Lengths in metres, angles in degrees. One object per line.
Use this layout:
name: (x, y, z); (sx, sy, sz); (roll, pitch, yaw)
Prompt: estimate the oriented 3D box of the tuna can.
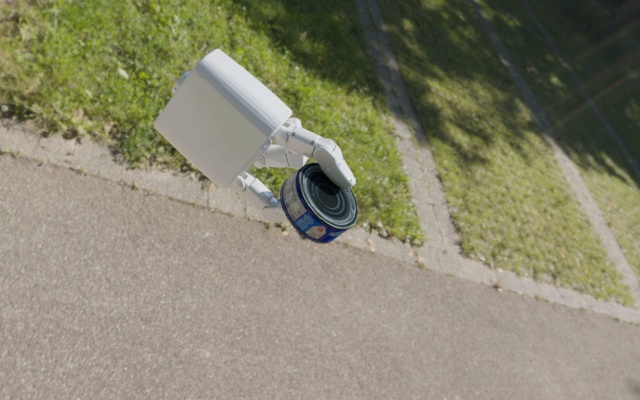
tuna can: (0.000, 0.001, 0.520); (0.086, 0.086, 0.034); (0, -30, -47)
